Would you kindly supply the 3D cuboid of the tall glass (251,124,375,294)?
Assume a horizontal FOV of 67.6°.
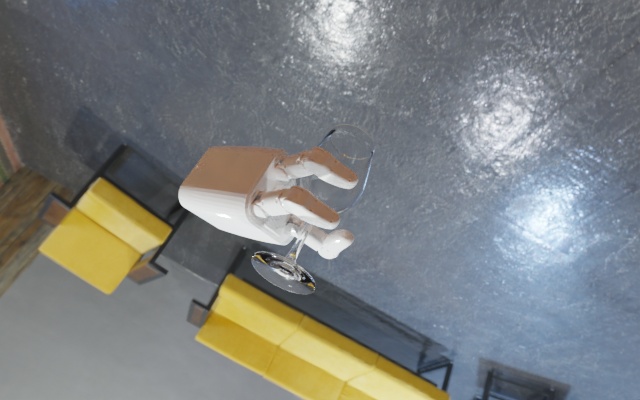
[{"bbox_3d":[0.000,0.002,0.546,0.079,0.201,0.079,20,-33,13],"label":"tall glass"}]
